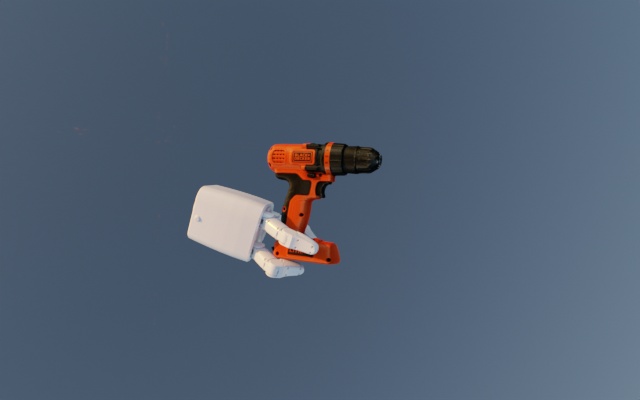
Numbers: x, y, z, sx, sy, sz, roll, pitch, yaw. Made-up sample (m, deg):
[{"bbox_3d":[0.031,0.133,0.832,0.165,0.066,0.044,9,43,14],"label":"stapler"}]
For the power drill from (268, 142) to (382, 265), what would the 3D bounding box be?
[{"bbox_3d":[0.000,0.003,0.745,0.184,0.187,0.057,4,-4,22],"label":"power drill"}]
